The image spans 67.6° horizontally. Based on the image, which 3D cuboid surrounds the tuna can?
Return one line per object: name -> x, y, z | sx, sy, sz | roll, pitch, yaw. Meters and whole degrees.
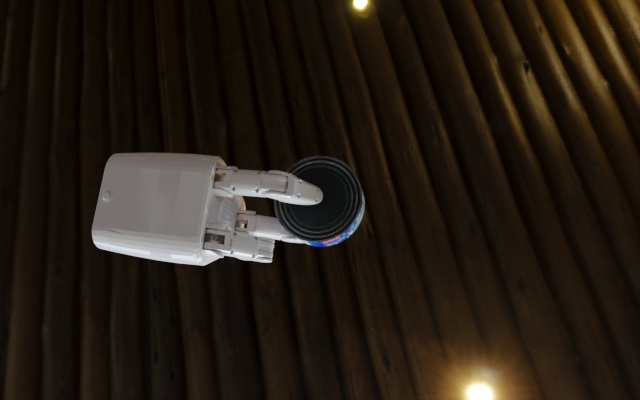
tuna can -> 0.000, 0.002, 0.468 | 0.086, 0.086, 0.034 | 0, -15, 12
